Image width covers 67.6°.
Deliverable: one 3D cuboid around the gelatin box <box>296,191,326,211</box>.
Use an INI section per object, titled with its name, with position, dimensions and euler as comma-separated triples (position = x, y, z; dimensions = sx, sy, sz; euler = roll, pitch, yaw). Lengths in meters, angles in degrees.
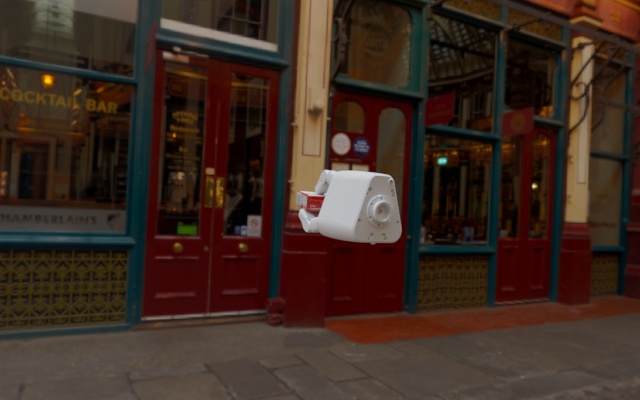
[gelatin box]
position = 0.000, 0.002, 0.886
dimensions = 0.073, 0.030, 0.089
euler = 4, 6, -16
